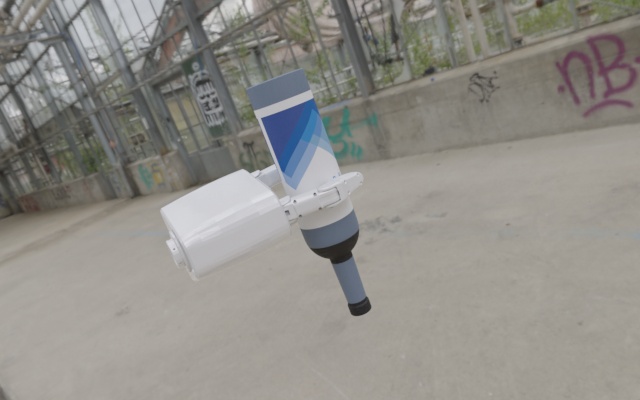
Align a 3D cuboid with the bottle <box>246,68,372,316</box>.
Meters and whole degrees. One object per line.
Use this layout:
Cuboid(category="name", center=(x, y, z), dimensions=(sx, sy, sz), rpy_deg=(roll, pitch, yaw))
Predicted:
Cuboid(category="bottle", center=(0.000, 0.002, 0.553), dimensions=(0.069, 0.296, 0.069), rpy_deg=(-19, 14, 5))
